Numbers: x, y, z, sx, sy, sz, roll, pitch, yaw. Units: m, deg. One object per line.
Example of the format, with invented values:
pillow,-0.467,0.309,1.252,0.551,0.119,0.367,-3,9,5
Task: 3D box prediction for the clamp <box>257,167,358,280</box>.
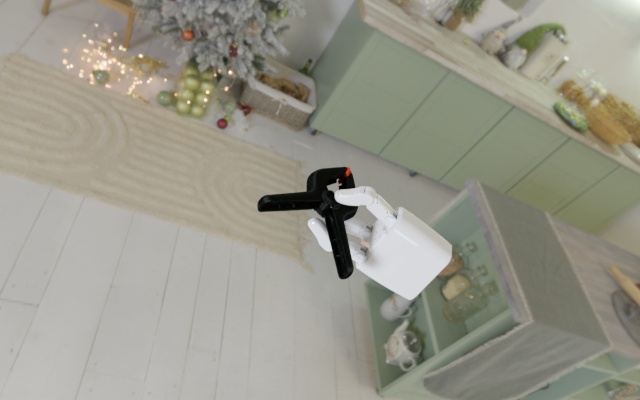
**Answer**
clamp,0.001,0.002,0.724,0.164,0.209,0.036,37,-52,-12
